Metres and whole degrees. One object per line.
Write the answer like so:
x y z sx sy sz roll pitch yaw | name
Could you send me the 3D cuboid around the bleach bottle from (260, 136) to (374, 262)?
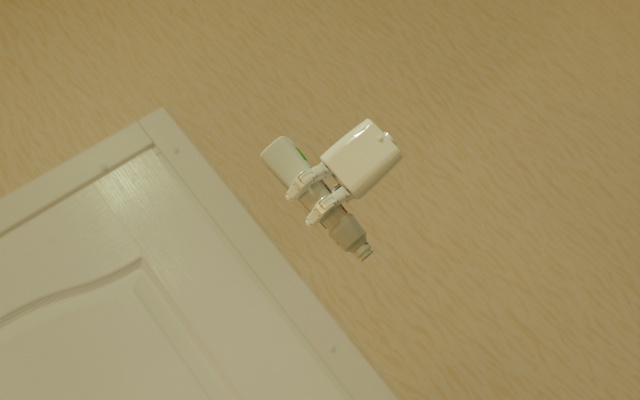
0.000 0.003 0.833 0.068 0.250 0.102 -41 -14 1 | bleach bottle
